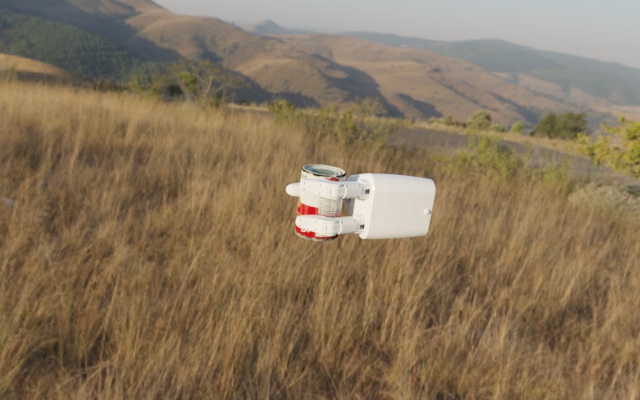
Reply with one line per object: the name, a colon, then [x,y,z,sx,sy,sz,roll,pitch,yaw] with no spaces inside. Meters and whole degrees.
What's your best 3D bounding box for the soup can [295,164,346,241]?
soup can: [0.000,0.002,0.725,0.068,0.102,0.068,6,17,-2]
